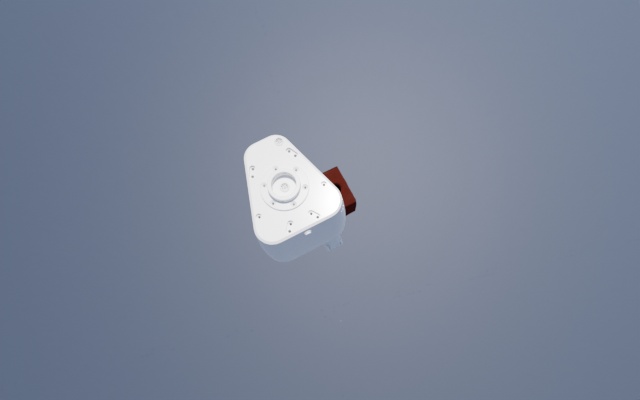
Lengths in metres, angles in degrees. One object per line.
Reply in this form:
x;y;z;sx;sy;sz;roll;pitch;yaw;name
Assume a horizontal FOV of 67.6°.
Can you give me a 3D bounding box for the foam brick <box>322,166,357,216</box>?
0.000;0.002;0.599;0.078;0.053;0.051;-27;-14;-5;foam brick
